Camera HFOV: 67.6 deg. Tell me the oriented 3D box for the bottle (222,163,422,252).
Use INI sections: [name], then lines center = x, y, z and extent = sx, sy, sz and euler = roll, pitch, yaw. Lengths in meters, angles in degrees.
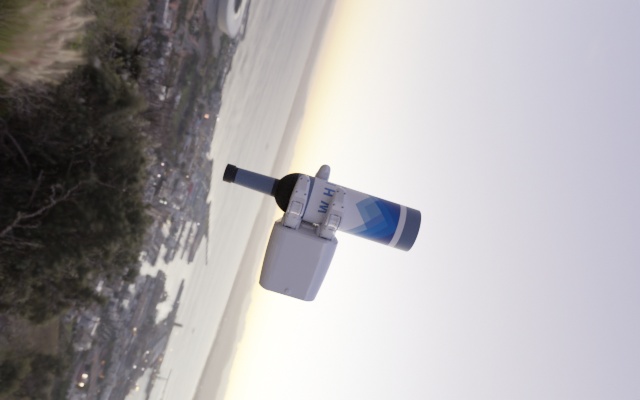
[bottle]
center = 0.000, 0.002, 0.712
extent = 0.296, 0.069, 0.069
euler = 17, -2, -5
